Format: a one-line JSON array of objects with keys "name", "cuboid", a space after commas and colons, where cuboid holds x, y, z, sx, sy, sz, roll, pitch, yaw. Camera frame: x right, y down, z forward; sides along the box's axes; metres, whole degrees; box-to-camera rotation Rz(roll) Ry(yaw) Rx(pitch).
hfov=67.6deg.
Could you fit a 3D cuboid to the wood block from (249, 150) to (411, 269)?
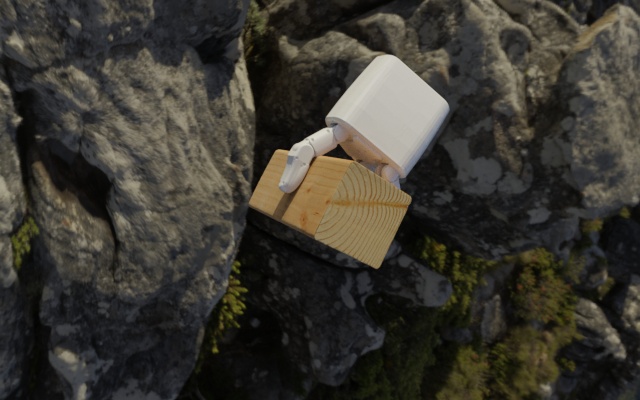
[{"name": "wood block", "cuboid": [0.000, 0.001, 0.583, 0.091, 0.090, 0.206, 29, -5, -28]}]
